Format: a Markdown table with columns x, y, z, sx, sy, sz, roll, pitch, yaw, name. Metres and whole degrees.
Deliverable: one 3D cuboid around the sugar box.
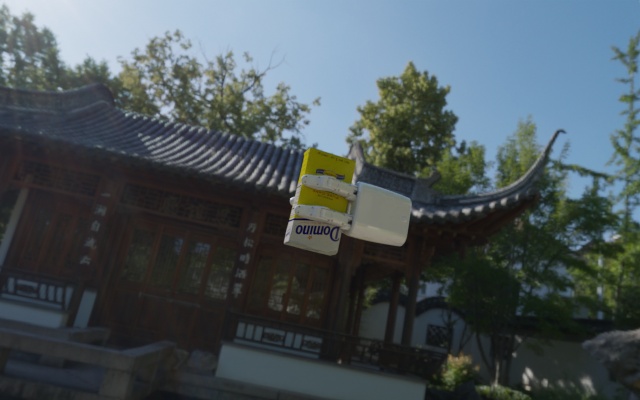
| x | y | z | sx | sy | sz | roll | pitch | yaw | name |
| --- | --- | --- | --- | --- | --- | --- | --- | --- | --- |
| 0.000 | 0.003 | 0.858 | 0.093 | 0.176 | 0.048 | 15 | -15 | -15 | sugar box |
